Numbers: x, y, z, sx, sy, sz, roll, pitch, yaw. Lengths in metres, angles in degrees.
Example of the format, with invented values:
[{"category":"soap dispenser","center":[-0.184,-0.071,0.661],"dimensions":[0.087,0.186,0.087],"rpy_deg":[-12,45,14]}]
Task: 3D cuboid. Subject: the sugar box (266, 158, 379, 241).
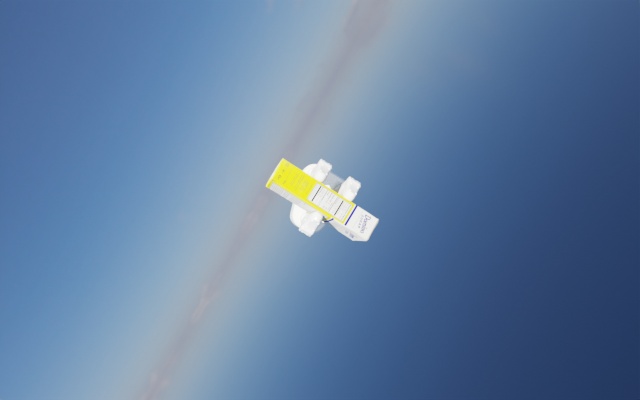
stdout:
[{"category":"sugar box","center":[0.000,0.002,0.763],"dimensions":[0.176,0.048,0.093],"rpy_deg":[30,-9,-7]}]
